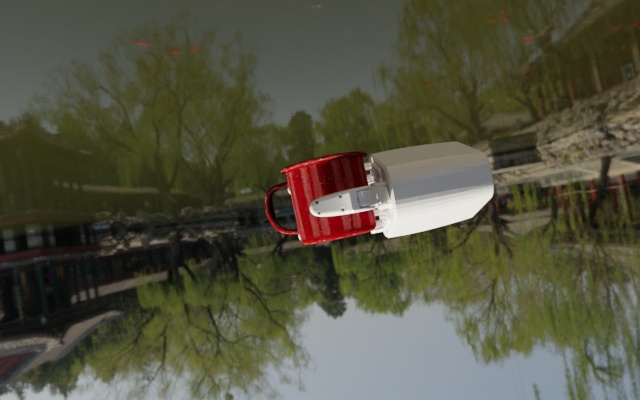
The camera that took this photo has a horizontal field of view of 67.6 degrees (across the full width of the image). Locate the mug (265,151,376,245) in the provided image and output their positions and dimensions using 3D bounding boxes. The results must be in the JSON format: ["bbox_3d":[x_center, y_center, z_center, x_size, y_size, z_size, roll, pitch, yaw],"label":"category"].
[{"bbox_3d":[-0.001,0.002,0.501,0.117,0.081,0.093,-12,-3,0],"label":"mug"}]
